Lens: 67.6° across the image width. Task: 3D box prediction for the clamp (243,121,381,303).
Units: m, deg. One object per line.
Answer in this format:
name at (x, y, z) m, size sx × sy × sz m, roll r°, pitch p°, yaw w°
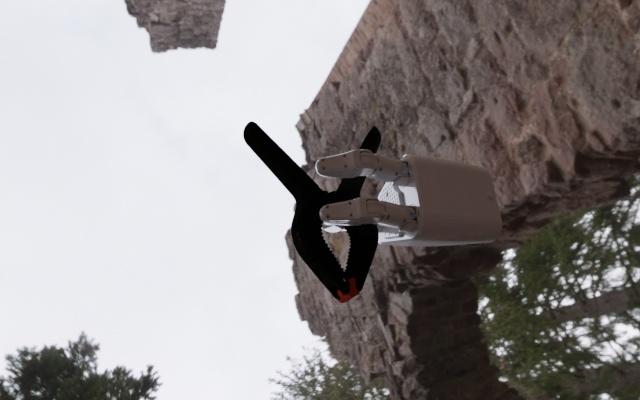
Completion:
clamp at (0.000, 0.003, 0.508) m, size 0.164 × 0.210 × 0.036 m, roll 4°, pitch -27°, yaw -18°
